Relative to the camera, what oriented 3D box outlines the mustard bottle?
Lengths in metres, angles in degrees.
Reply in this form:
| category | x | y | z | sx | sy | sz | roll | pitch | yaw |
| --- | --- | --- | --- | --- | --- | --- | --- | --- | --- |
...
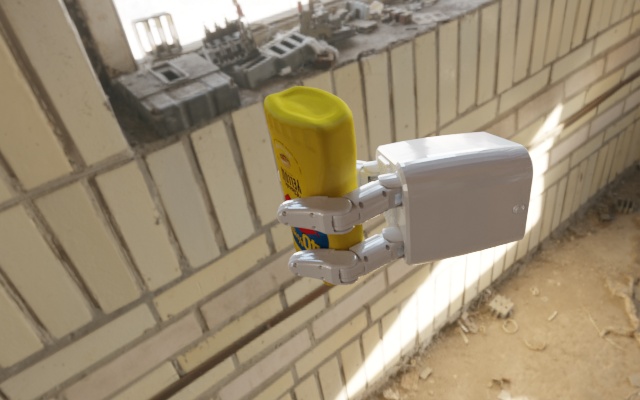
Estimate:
| category | x | y | z | sx | sy | sz | roll | pitch | yaw |
| --- | --- | --- | --- | --- | --- | --- | --- | --- | --- |
| mustard bottle | 0.000 | 0.001 | 0.428 | 0.058 | 0.192 | 0.096 | -25 | 37 | -22 |
